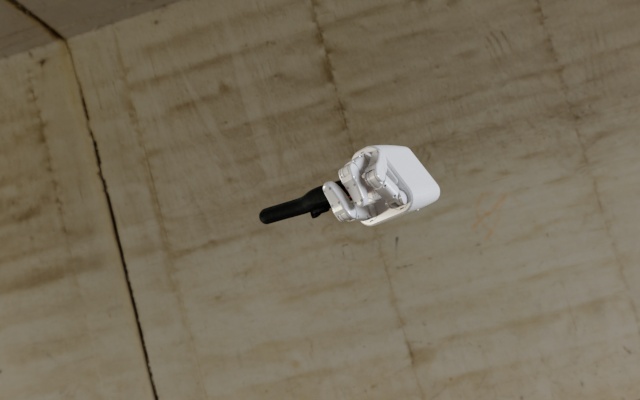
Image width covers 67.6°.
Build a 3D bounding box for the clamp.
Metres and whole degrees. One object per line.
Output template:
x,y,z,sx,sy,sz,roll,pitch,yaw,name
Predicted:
0.000,0.002,0.741,0.171,0.039,0.120,-18,-4,38,clamp
